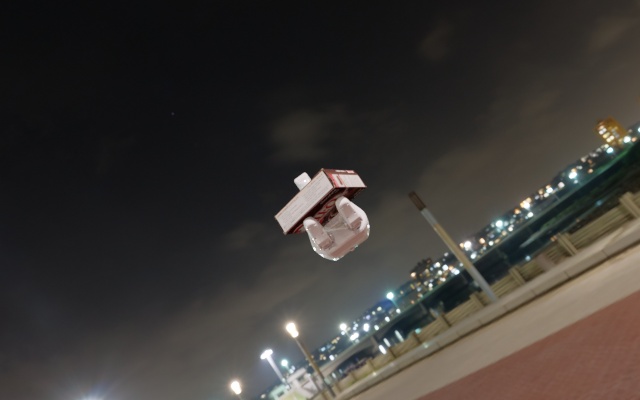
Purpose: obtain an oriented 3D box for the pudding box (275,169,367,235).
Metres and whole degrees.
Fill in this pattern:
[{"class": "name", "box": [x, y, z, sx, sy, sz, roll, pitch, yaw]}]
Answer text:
[{"class": "pudding box", "box": [0.000, 0.002, 0.702, 0.113, 0.039, 0.090, -46, -21, 26]}]
